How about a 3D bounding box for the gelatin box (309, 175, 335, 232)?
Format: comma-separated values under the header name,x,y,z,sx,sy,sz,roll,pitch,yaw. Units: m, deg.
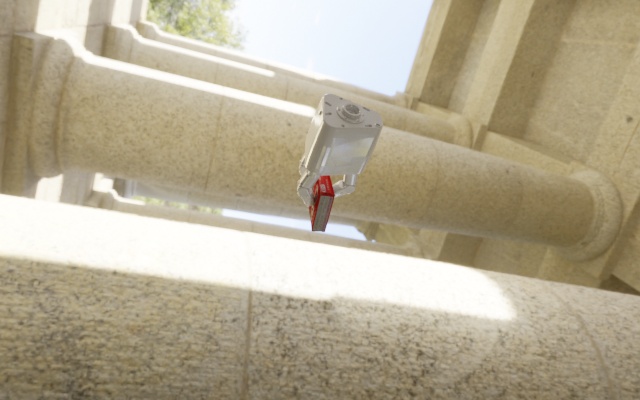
name,x,y,z,sx,sy,sz,roll,pitch,yaw
gelatin box,0.001,0.003,0.900,0.030,0.089,0.073,5,35,-11
